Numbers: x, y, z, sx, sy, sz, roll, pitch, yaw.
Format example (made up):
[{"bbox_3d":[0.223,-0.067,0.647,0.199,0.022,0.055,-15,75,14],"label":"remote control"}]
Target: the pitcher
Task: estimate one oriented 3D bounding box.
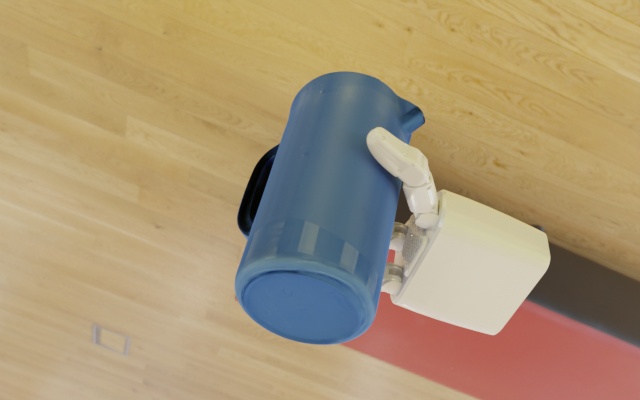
[{"bbox_3d":[0.000,0.001,0.437,0.145,0.242,0.149,22,-46,-6],"label":"pitcher"}]
